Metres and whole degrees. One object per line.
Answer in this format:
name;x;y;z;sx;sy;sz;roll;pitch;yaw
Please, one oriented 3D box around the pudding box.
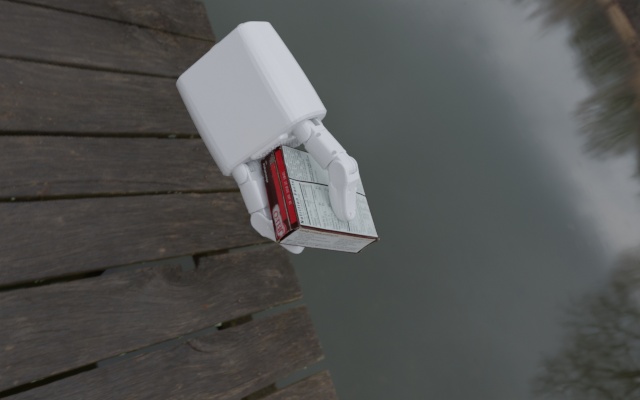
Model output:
pudding box;0.000;0.001;0.472;0.113;0.090;0.039;11;-35;-41
